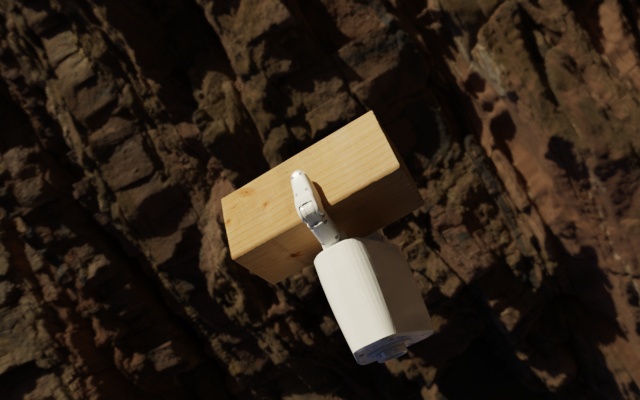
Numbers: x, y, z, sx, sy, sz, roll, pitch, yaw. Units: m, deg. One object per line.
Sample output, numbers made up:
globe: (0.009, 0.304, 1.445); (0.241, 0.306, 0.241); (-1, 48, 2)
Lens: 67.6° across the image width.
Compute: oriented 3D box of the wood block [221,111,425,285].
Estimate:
wood block: (0.000, 0.002, 0.550); (0.206, 0.090, 0.091); (-29, -39, 13)
